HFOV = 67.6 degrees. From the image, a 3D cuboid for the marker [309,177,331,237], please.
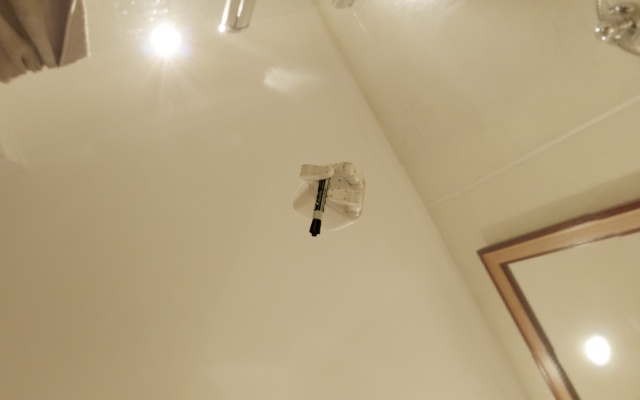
[{"bbox_3d":[0.000,0.003,0.800,0.020,0.121,0.020,10,-20,4],"label":"marker"}]
